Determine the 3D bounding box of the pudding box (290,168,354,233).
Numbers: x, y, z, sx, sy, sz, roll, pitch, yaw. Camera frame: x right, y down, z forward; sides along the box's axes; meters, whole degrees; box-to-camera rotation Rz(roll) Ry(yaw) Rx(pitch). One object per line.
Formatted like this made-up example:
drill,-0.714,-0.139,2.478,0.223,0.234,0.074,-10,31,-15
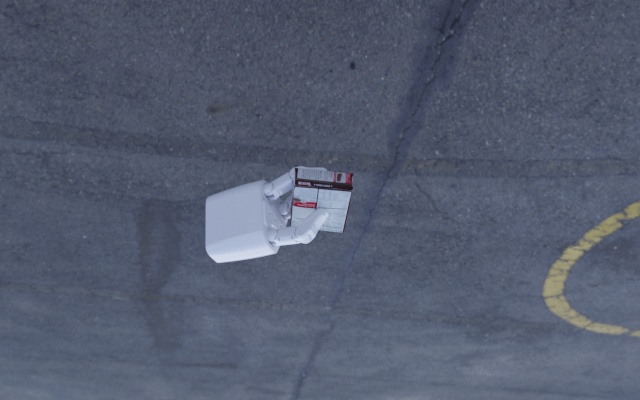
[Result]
pudding box,0.000,0.003,0.739,0.090,0.039,0.114,5,-37,-3
